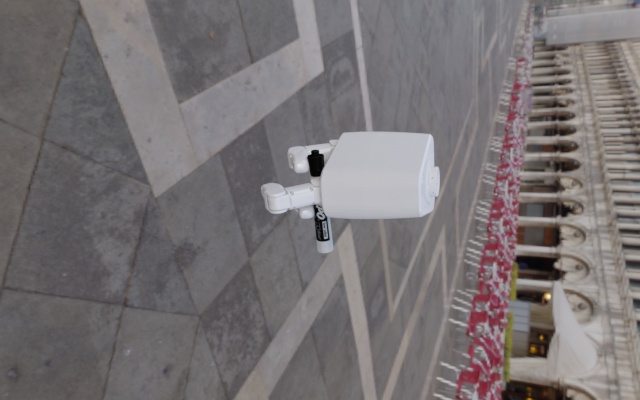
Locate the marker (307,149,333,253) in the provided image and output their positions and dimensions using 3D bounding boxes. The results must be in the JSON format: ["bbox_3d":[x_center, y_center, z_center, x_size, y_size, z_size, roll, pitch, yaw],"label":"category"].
[{"bbox_3d":[0.000,0.002,0.541,0.020,0.121,0.020,-5,20,2],"label":"marker"}]
